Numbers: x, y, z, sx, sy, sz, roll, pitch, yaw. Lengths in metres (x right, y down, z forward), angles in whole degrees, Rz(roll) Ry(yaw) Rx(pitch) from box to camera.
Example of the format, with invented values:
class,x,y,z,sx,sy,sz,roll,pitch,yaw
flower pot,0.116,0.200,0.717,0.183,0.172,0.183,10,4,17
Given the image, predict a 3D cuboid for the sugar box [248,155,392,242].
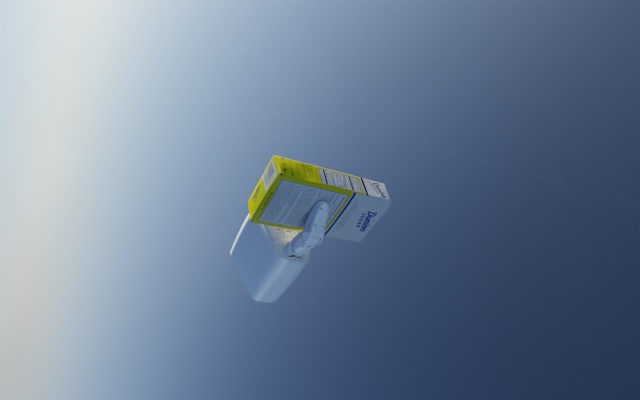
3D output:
class,x,y,z,sx,sy,sz,roll,pitch,yaw
sugar box,0.000,0.002,0.658,0.176,0.048,0.093,11,-48,-30
